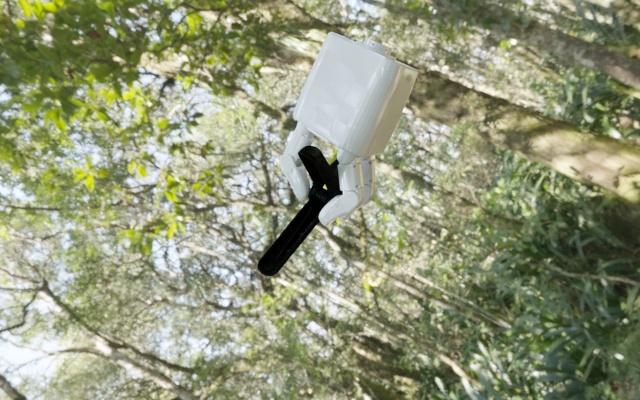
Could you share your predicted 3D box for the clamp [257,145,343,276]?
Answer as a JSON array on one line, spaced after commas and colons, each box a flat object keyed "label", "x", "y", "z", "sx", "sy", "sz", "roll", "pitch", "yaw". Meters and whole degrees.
[{"label": "clamp", "x": 0.000, "y": 0.001, "z": 0.591, "sx": 0.036, "sy": 0.165, "sz": 0.210, "roll": 32, "pitch": 21, "yaw": 17}]
